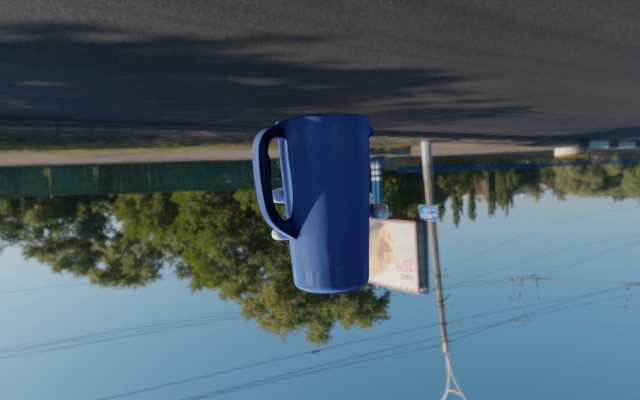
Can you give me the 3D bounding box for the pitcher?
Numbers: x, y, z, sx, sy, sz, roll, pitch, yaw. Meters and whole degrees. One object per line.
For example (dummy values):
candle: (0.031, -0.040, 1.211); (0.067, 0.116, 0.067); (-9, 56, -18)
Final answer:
pitcher: (0.000, 0.002, 0.670); (0.149, 0.243, 0.145); (-2, 3, 13)
